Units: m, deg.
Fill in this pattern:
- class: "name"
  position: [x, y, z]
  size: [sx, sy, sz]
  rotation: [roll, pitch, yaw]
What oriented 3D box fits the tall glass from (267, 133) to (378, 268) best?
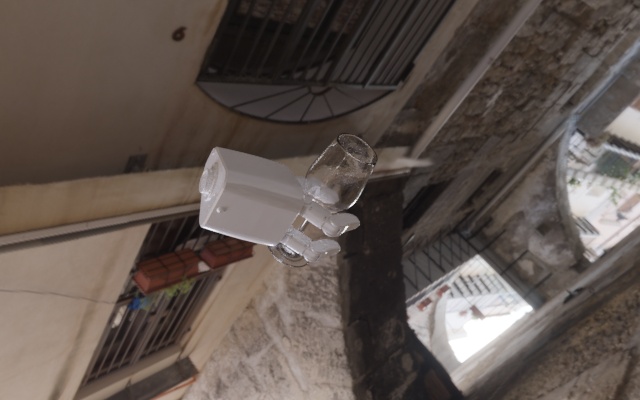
- class: "tall glass"
  position: [0.000, 0.003, 0.667]
  size: [0.079, 0.079, 0.201]
  rotation: [0, -44, -43]
